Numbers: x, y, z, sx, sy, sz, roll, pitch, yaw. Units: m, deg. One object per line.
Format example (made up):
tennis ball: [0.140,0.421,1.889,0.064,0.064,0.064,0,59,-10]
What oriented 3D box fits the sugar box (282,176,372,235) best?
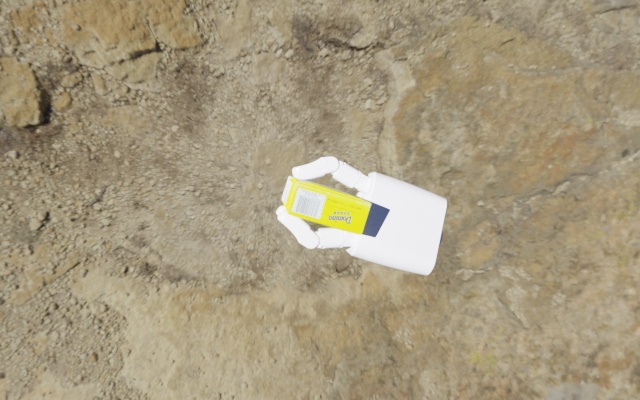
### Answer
sugar box: [0.000,0.003,0.624,0.093,0.048,0.176,17,0,-7]
